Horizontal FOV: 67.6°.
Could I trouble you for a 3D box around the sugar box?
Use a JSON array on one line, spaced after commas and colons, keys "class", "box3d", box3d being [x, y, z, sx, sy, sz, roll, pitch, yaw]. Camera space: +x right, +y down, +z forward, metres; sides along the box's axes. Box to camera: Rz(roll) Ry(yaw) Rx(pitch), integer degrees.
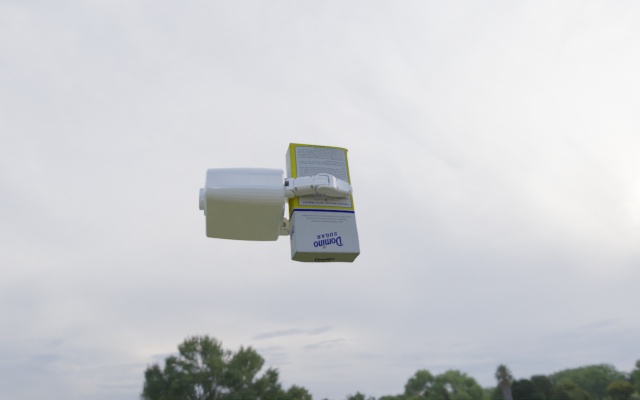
[{"class": "sugar box", "box3d": [0.000, 0.002, 0.695, 0.093, 0.176, 0.048, 3, -26, -14]}]
